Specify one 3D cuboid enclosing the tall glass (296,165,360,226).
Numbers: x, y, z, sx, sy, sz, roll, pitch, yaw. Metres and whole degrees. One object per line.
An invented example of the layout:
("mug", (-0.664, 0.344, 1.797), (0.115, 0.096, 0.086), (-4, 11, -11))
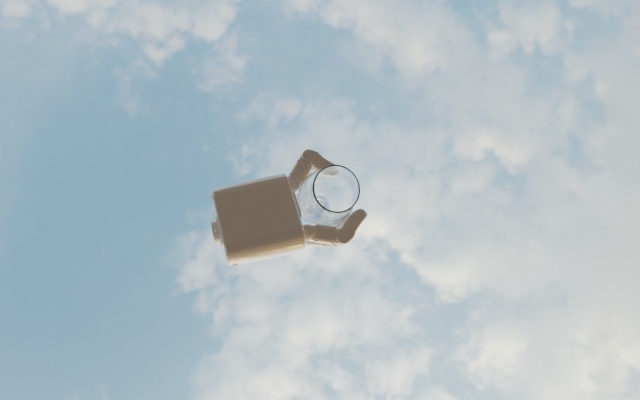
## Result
("tall glass", (0.000, 0.002, 0.692), (0.079, 0.079, 0.201), (0, -10, -12))
